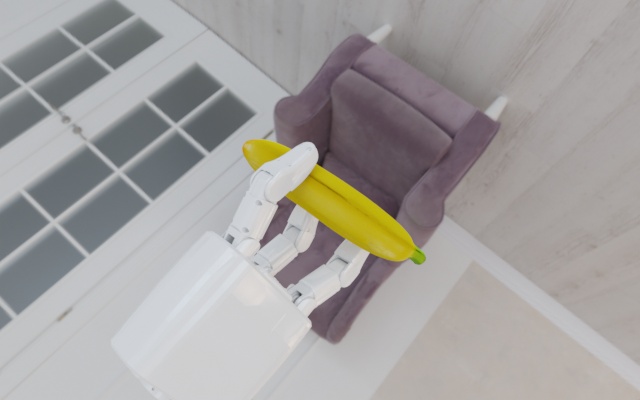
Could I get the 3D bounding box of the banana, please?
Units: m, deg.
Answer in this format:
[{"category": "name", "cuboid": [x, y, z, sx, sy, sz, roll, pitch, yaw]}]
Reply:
[{"category": "banana", "cuboid": [0.001, -0.002, 0.405, 0.198, 0.037, 0.070, 35, -10, 14]}]
